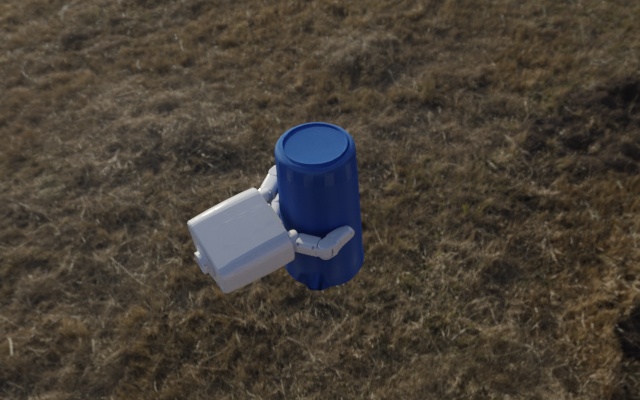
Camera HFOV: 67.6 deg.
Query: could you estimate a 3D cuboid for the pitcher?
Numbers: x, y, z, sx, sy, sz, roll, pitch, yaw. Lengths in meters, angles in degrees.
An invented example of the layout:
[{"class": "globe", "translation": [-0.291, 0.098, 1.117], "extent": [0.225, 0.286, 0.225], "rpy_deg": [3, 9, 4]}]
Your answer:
[{"class": "pitcher", "translation": [0.000, 0.002, 0.716], "extent": [0.145, 0.243, 0.149], "rpy_deg": [-27, 49, -22]}]
